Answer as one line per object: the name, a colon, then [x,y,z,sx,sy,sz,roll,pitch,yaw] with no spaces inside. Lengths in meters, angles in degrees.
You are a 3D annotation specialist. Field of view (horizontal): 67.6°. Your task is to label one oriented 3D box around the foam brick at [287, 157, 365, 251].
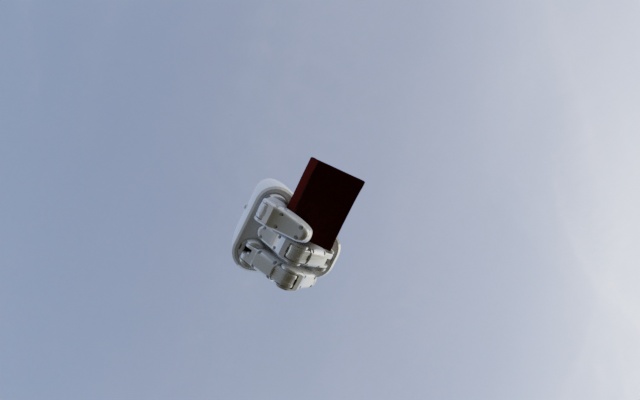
foam brick: [0.000,0.001,0.482,0.053,0.078,0.051,26,5,-12]
